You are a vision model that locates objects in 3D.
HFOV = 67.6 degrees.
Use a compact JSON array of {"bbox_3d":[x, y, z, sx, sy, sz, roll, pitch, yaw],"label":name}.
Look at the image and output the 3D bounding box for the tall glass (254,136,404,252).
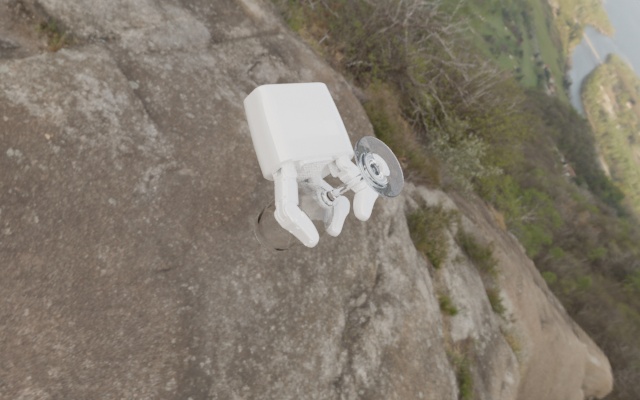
[{"bbox_3d":[0.001,0.002,0.579,0.079,0.079,0.201,0,-24,-45],"label":"tall glass"}]
